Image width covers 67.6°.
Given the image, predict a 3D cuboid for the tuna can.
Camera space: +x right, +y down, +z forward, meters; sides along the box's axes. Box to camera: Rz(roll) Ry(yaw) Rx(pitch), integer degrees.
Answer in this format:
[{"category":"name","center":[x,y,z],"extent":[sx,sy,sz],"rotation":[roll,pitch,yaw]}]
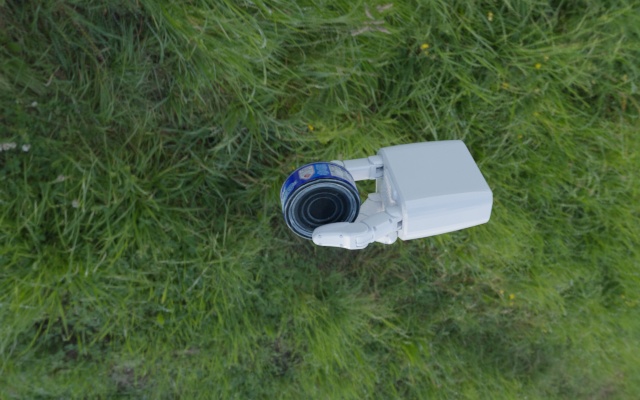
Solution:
[{"category":"tuna can","center":[0.000,0.002,0.522],"extent":[0.086,0.086,0.033],"rotation":[0,37,-11]}]
